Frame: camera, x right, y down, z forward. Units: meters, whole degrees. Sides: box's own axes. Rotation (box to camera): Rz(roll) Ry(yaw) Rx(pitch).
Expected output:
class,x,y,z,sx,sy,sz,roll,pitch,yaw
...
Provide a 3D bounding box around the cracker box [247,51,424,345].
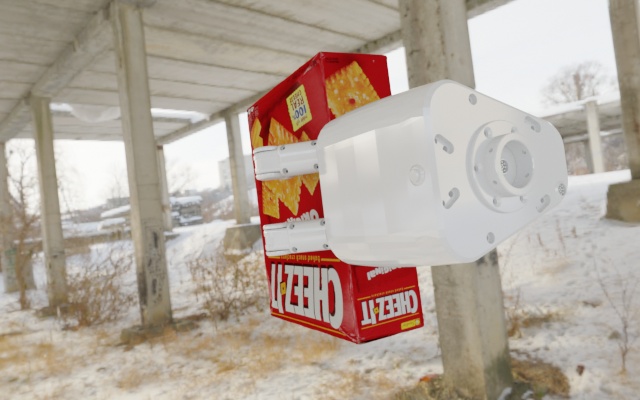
class,x,y,z,sx,sy,sz,roll,pitch,yaw
cracker box,0.000,0.001,0.421,0.072,0.213,0.164,-6,-2,-29
